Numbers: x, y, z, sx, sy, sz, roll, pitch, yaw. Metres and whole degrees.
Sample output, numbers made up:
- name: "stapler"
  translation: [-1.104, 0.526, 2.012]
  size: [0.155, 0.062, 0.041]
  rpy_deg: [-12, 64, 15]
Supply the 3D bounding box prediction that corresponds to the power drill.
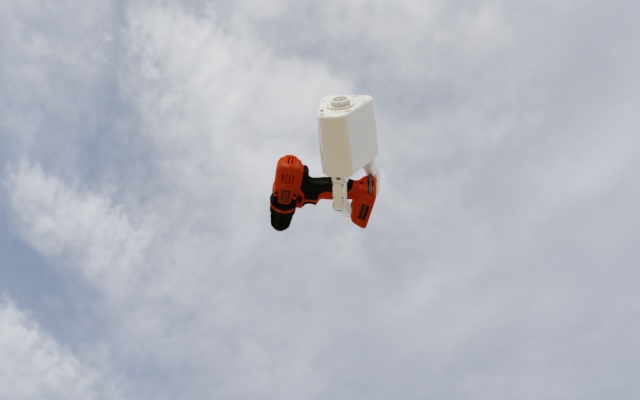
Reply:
- name: "power drill"
  translation: [0.001, 0.003, 0.885]
  size: [0.187, 0.057, 0.185]
  rpy_deg: [7, -41, -6]
